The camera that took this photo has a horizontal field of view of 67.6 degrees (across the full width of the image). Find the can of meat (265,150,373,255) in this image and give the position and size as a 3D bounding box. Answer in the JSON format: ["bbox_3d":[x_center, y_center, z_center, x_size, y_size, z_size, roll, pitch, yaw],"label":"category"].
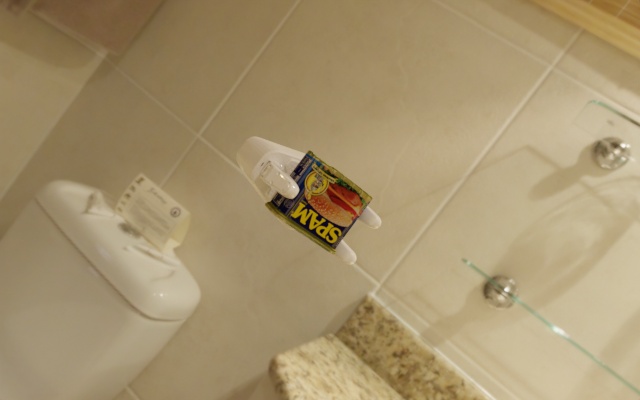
[{"bbox_3d":[0.000,0.002,0.571,0.102,0.084,0.057,36,1,-26],"label":"can of meat"}]
